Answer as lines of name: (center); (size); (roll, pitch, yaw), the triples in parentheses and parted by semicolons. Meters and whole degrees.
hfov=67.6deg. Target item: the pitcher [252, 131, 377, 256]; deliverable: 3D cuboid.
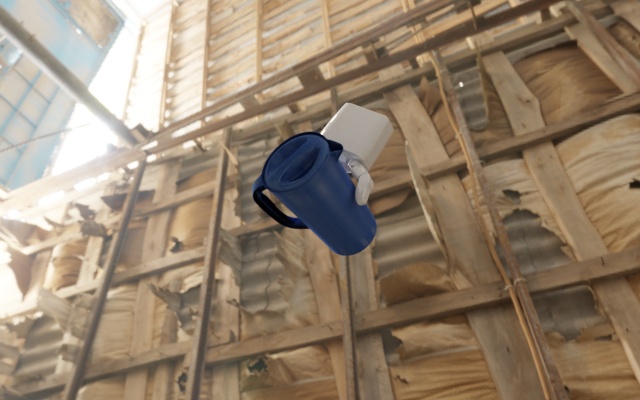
pitcher: (0.000, 0.003, 0.882); (0.149, 0.145, 0.243); (16, -25, 43)
